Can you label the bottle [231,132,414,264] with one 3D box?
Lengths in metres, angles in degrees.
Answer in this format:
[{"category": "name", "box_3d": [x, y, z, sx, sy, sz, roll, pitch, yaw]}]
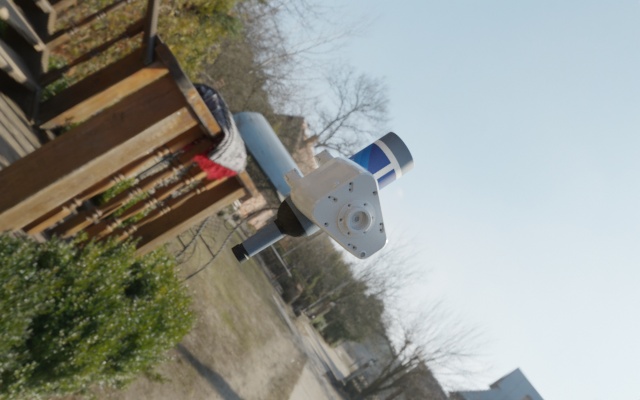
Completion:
[{"category": "bottle", "box_3d": [0.000, 0.002, 0.711, 0.295, 0.069, 0.069, -33, 4, -6]}]
